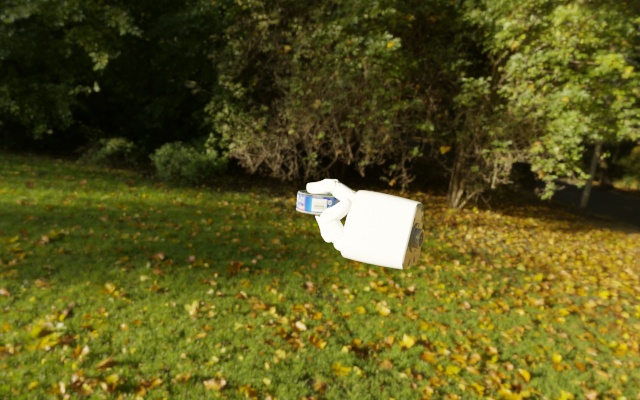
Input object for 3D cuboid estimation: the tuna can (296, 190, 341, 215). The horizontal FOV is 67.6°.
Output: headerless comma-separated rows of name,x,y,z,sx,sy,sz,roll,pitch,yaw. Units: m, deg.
tuna can,0.000,0.002,0.861,0.086,0.034,0.086,4,8,-1
